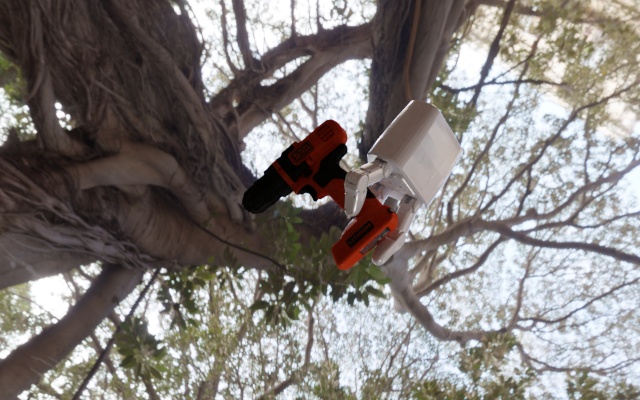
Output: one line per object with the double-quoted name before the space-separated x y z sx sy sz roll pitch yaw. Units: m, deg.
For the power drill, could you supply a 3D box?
"power drill" 0.001 0.002 0.665 0.184 0.187 0.057 -41 -19 5
